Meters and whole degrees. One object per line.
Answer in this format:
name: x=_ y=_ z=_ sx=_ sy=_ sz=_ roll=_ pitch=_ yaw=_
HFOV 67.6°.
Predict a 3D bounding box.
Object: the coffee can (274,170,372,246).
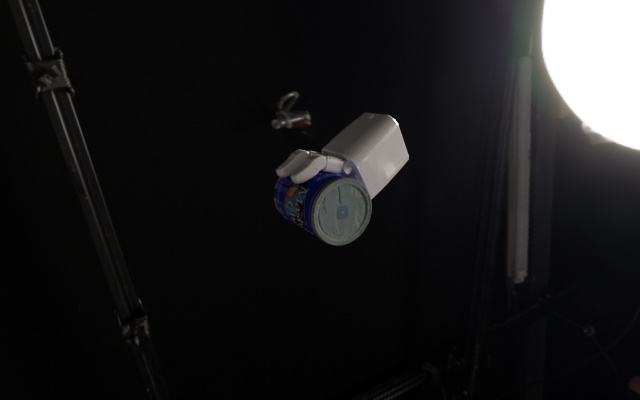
coffee can: x=0.000 y=0.003 z=0.762 sx=0.103 sy=0.103 sz=0.140 roll=0 pitch=13 yaw=-30
